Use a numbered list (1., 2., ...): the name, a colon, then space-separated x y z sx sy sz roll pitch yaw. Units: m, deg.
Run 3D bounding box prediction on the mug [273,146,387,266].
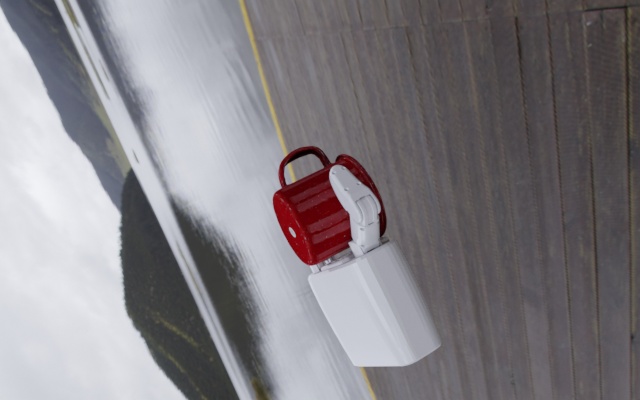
1. mug: -0.001 0.000 0.473 0.081 0.117 0.093 -26 -4 -17
